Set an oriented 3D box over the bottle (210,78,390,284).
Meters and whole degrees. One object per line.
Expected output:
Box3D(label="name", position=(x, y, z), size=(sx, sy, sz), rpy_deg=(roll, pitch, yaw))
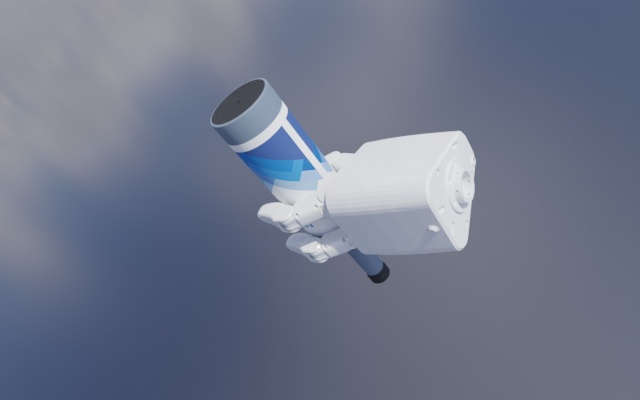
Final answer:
Box3D(label="bottle", position=(0.000, 0.002, 0.527), size=(0.069, 0.069, 0.296), rpy_deg=(0, -39, 42))
